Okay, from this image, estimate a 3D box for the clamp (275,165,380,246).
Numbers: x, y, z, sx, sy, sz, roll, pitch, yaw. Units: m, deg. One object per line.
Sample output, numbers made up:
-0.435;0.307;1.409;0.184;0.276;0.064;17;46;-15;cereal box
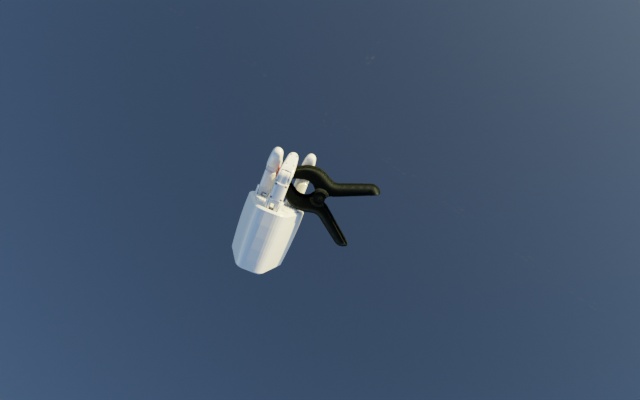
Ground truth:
0.000;0.003;0.792;0.171;0.120;0.039;21;11;-2;clamp
